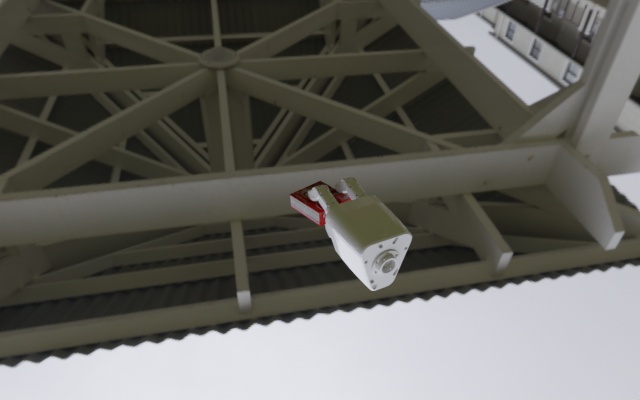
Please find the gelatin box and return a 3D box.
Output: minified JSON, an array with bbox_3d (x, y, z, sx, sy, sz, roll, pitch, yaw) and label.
[{"bbox_3d":[0.000,0.003,0.853,0.073,0.030,0.089,-26,39,-32],"label":"gelatin box"}]
